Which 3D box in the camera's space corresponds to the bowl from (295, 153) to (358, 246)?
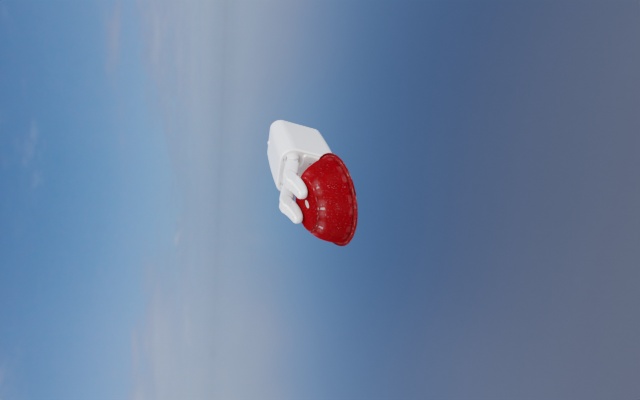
[{"bbox_3d":[0.000,0.003,0.803,0.055,0.162,0.162,-10,4,-25],"label":"bowl"}]
